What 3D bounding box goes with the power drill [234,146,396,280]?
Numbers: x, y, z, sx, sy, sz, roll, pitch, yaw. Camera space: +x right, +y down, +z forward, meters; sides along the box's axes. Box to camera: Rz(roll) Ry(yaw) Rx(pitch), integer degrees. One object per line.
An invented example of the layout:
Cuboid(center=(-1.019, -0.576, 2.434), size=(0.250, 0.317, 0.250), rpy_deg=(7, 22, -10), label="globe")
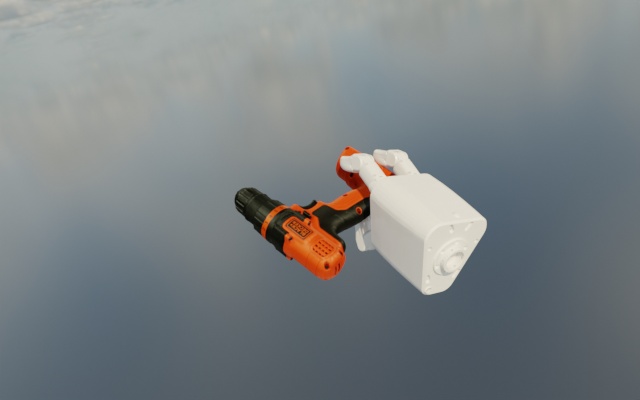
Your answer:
Cuboid(center=(0.001, 0.002, 0.656), size=(0.184, 0.057, 0.187), rpy_deg=(36, 59, 26), label="power drill")
